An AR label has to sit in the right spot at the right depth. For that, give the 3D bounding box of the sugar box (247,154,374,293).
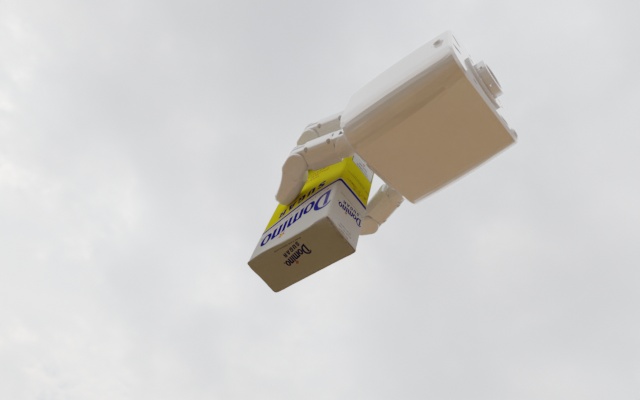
[{"bbox_3d":[0.000,0.001,0.460,0.093,0.048,0.176,-31,17,28],"label":"sugar box"}]
